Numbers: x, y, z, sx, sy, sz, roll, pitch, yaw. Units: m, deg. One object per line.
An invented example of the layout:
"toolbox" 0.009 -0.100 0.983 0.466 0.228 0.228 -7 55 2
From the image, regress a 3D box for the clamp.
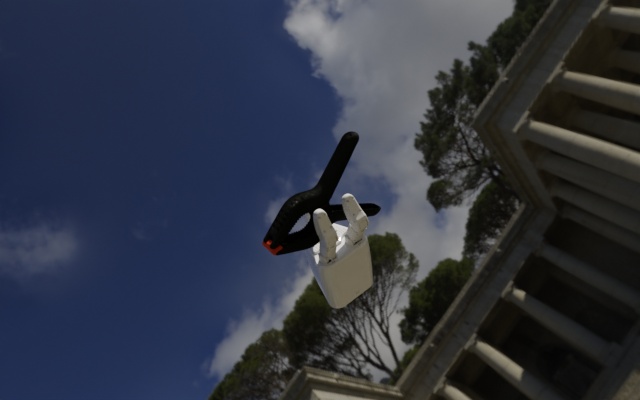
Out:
"clamp" -0.001 0.003 0.720 0.210 0.165 0.036 -32 38 -22
